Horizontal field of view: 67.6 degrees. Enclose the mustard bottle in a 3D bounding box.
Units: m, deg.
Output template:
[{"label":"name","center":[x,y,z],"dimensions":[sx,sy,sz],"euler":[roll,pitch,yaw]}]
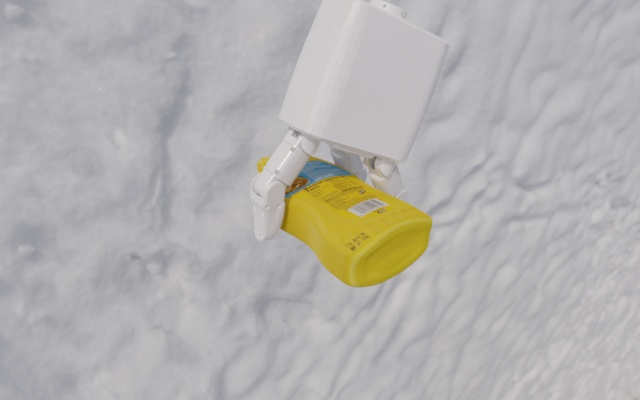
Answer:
[{"label":"mustard bottle","center":[0.000,0.002,0.438],"dimensions":[0.096,0.058,0.191],"euler":[-22,39,-33]}]
